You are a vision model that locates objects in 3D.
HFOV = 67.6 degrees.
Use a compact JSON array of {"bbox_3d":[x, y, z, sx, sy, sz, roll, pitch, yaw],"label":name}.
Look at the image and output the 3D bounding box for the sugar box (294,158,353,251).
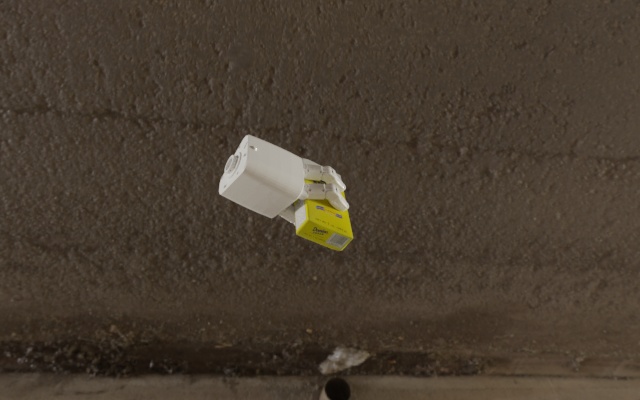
[{"bbox_3d":[0.000,0.002,0.854,0.093,0.176,0.048,24,-54,-25],"label":"sugar box"}]
